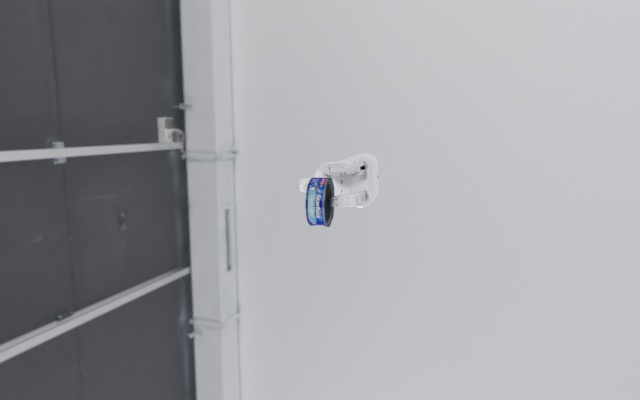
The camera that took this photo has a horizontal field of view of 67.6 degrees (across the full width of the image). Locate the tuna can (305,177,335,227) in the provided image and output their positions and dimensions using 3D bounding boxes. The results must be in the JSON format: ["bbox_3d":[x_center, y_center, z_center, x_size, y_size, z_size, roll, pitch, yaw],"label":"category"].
[{"bbox_3d":[0.000,0.003,0.823,0.034,0.086,0.086,2,0,13],"label":"tuna can"}]
